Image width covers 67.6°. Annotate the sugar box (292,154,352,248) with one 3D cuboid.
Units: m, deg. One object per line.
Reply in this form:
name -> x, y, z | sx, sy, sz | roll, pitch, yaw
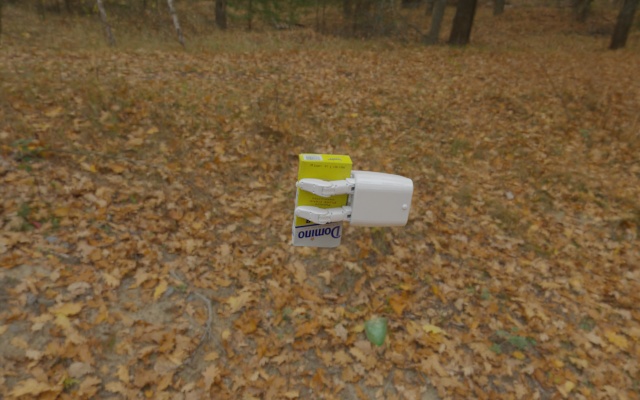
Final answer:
sugar box -> 0.000, 0.003, 0.884 | 0.093, 0.176, 0.048 | 2, 24, -8
